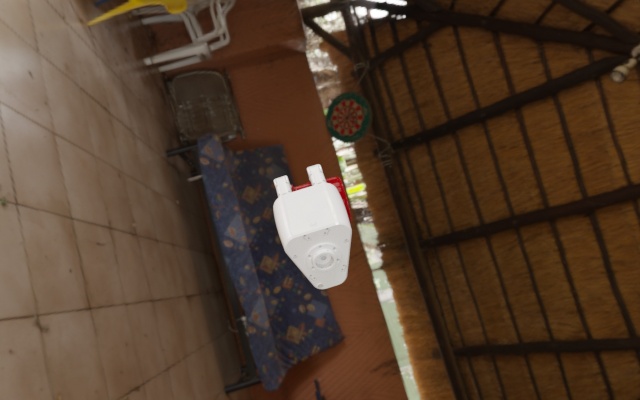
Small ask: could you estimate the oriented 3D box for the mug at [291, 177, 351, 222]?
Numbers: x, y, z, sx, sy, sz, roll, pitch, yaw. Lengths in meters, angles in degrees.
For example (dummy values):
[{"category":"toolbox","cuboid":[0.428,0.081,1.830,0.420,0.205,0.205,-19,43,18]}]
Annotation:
[{"category":"mug","cuboid":[0.000,0.002,0.799,0.081,0.093,0.117,-15,34,-2]}]
